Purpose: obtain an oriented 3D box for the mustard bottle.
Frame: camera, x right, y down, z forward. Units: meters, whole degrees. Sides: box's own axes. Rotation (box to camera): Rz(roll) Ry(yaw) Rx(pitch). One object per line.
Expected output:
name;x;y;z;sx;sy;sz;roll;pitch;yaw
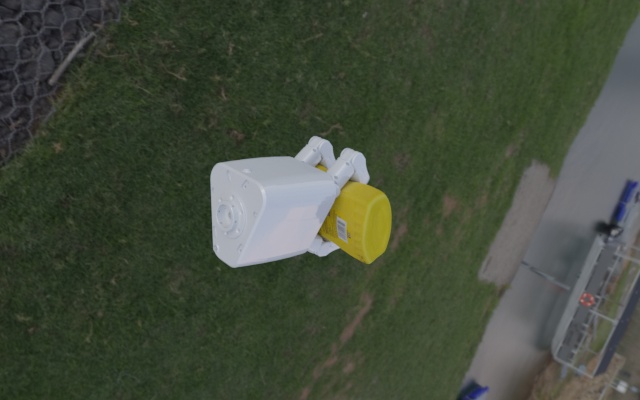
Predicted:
mustard bottle;0.001;0.002;0.618;0.191;0.096;0.058;26;48;37
